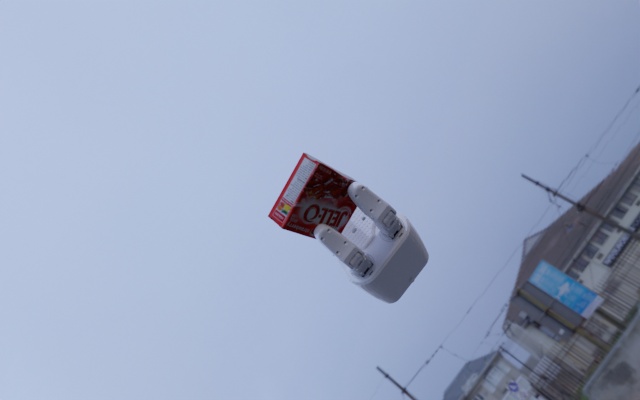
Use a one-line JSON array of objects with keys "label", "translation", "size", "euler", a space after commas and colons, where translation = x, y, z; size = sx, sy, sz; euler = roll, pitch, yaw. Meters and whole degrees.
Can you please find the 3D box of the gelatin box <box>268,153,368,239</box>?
[{"label": "gelatin box", "translation": [0.000, 0.001, 0.486], "size": [0.030, 0.073, 0.089], "euler": [35, 8, 41]}]
